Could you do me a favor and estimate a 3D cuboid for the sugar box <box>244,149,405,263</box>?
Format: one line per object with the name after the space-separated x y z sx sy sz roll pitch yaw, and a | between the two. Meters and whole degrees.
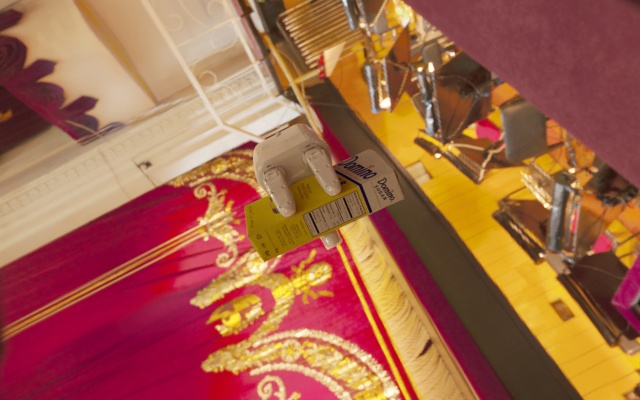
0.000 0.001 0.560 0.176 0.048 0.093 -27 25 -1 | sugar box
